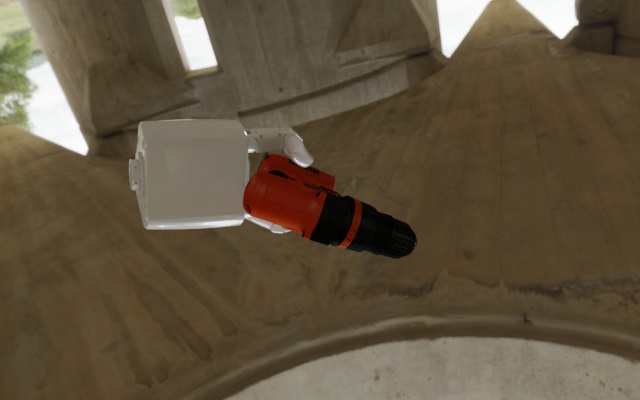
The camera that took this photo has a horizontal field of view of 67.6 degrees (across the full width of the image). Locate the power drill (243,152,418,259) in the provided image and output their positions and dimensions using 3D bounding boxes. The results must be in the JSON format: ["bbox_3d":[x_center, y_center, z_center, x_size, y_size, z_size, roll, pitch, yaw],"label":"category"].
[{"bbox_3d":[0.000,0.002,0.540,0.184,0.057,0.187,21,7,-16],"label":"power drill"}]
